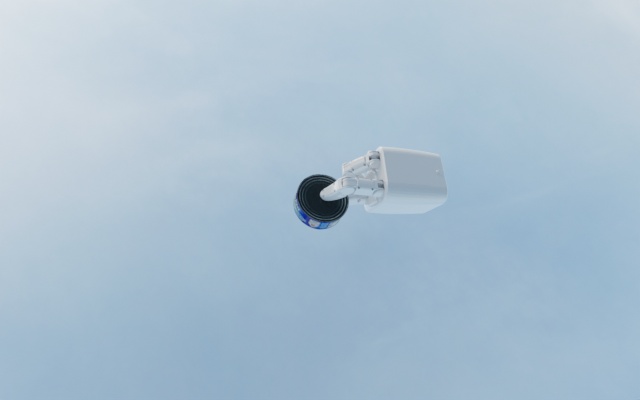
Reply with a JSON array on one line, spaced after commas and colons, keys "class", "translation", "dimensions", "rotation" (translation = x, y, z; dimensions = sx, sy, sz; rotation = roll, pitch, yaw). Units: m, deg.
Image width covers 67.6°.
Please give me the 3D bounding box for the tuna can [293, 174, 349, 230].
[{"class": "tuna can", "translation": [0.000, 0.003, 0.768], "dimensions": [0.086, 0.086, 0.034], "rotation": [0, -27, -17]}]
